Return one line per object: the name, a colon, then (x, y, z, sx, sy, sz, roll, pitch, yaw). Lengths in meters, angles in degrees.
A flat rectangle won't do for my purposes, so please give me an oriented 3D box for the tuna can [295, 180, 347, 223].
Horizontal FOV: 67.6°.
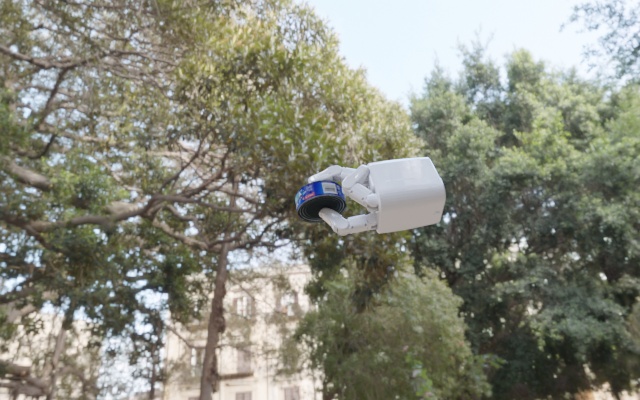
tuna can: (0.000, 0.002, 0.816, 0.086, 0.033, 0.086, -9, -32, -6)
